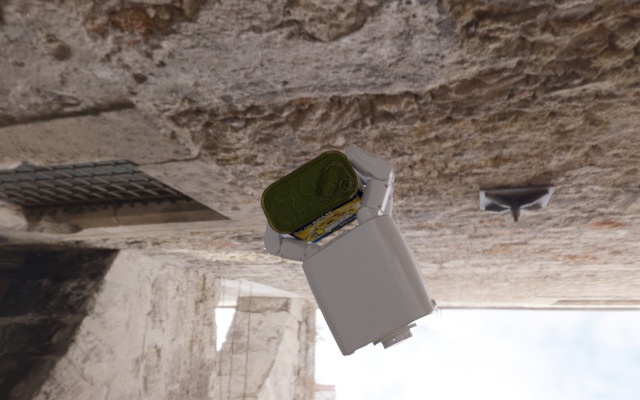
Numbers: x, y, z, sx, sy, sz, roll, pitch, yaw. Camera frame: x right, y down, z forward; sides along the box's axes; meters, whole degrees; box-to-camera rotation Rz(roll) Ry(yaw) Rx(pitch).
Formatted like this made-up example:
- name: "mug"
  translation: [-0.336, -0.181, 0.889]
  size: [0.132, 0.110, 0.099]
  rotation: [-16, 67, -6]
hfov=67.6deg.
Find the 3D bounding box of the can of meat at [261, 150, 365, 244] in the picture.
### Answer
- name: "can of meat"
  translation: [0.000, 0.002, 0.516]
  size: [0.102, 0.057, 0.084]
  rotation: [-31, -22, 8]
